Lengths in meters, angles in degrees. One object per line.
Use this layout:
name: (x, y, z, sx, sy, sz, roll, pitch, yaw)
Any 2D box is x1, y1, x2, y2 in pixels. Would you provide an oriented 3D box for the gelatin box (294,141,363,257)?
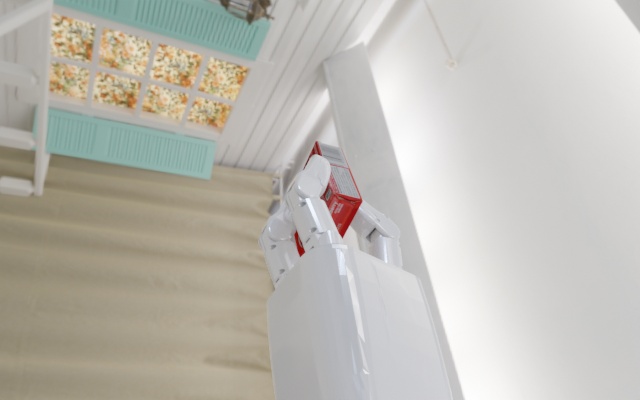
gelatin box: (0.000, 0.001, 0.421, 0.030, 0.073, 0.089, 15, 32, -21)
